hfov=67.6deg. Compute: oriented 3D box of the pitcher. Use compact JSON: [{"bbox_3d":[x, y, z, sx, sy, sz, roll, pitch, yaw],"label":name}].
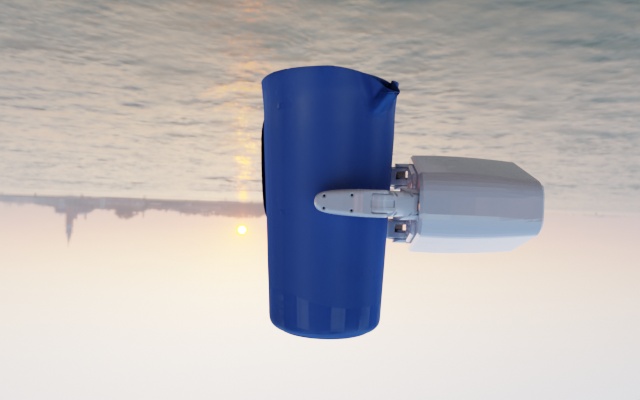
[{"bbox_3d":[0.000,0.002,0.473,0.145,0.243,0.149,2,0,3],"label":"pitcher"}]
